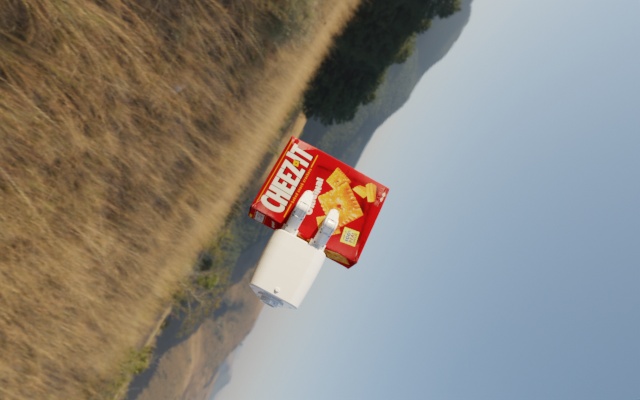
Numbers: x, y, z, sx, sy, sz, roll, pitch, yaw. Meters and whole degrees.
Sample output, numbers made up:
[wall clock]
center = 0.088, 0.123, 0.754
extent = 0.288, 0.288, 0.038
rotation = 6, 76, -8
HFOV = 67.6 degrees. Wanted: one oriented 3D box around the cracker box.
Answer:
[cracker box]
center = 0.000, 0.003, 0.884
extent = 0.214, 0.164, 0.072
rotation = 29, -21, -3
